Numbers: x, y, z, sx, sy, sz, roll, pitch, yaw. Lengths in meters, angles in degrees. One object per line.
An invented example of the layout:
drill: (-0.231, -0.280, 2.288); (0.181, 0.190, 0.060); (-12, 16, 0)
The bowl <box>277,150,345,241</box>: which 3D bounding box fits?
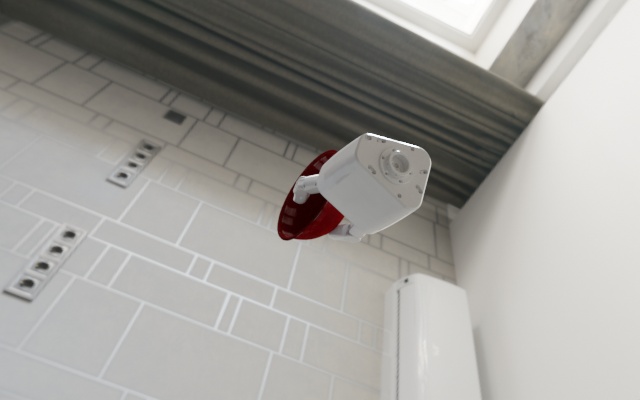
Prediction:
bowl: (0.000, 0.003, 0.749); (0.055, 0.162, 0.162); (32, -14, -23)
